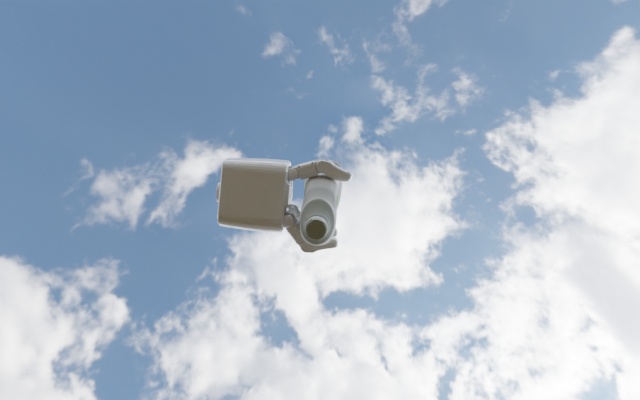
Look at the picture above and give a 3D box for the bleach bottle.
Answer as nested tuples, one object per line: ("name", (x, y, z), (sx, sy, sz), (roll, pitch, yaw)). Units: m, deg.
("bleach bottle", (0.000, 0.003, 0.762), (0.068, 0.102, 0.250), (4, 14, 2))
